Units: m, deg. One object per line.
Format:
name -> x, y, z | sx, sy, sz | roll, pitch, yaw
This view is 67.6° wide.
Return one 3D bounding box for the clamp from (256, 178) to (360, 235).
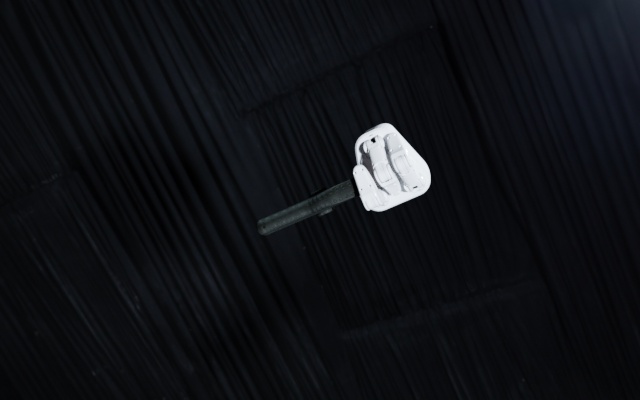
clamp -> 0.000, 0.002, 0.689 | 0.171, 0.039, 0.120 | -21, 7, 16
